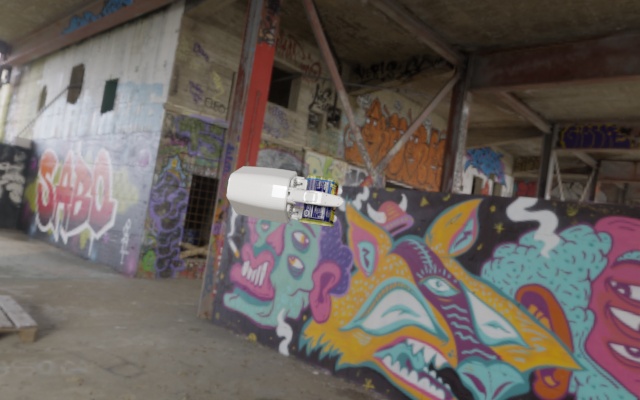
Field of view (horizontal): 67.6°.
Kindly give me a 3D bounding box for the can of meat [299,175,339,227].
[{"bbox_3d":[0.000,0.003,0.867,0.057,0.084,0.102,8,-3,7],"label":"can of meat"}]
